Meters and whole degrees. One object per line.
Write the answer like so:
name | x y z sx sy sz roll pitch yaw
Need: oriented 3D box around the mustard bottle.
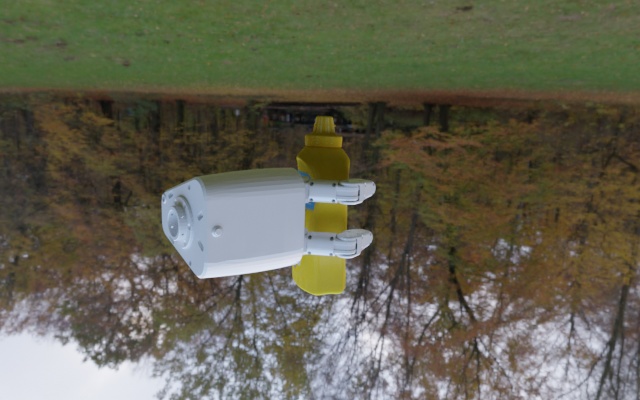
mustard bottle | 0.000 0.002 0.540 0.058 0.191 0.096 -1 10 -14
